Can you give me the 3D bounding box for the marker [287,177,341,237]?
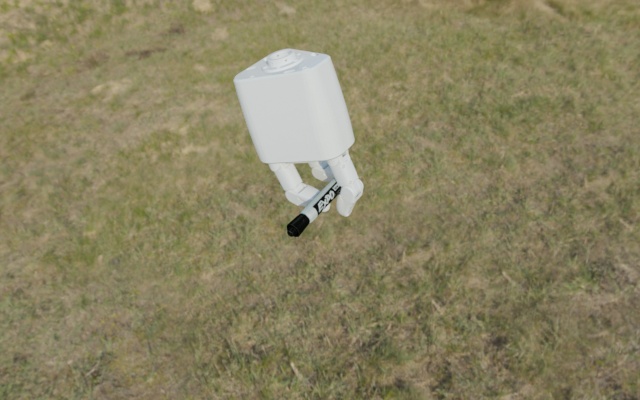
[{"bbox_3d":[0.000,0.002,0.563,0.020,0.020,0.121,0,35,44],"label":"marker"}]
